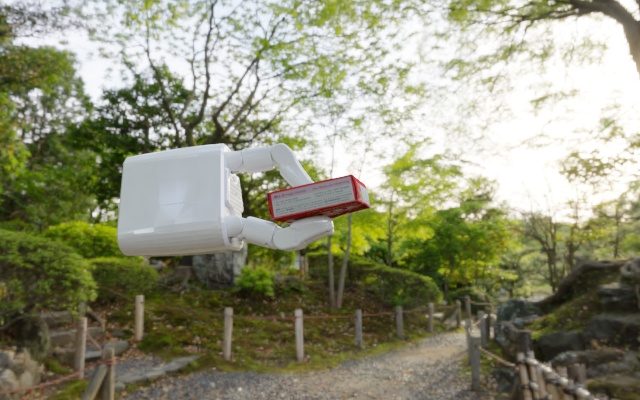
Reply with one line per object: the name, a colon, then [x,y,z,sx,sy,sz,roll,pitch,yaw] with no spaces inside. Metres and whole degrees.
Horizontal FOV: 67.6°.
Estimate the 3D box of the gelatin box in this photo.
gelatin box: [0.000,0.001,0.482,0.089,0.030,0.073,-13,-9,13]
